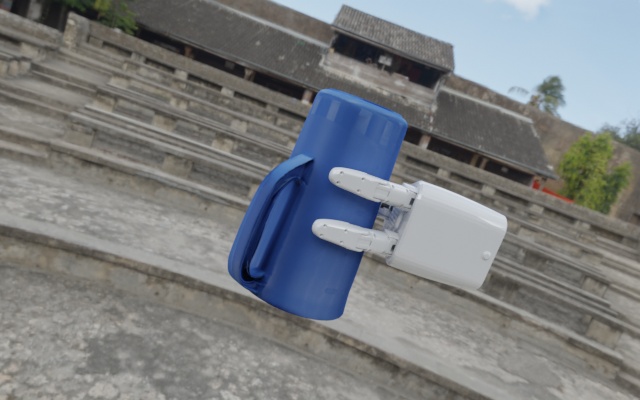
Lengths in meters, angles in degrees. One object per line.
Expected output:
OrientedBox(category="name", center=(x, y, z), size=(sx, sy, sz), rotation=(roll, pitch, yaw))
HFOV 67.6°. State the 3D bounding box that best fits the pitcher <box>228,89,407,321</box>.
OrientedBox(category="pitcher", center=(0.000, 0.002, 0.542), size=(0.145, 0.243, 0.149), rotation=(20, 9, -4))
